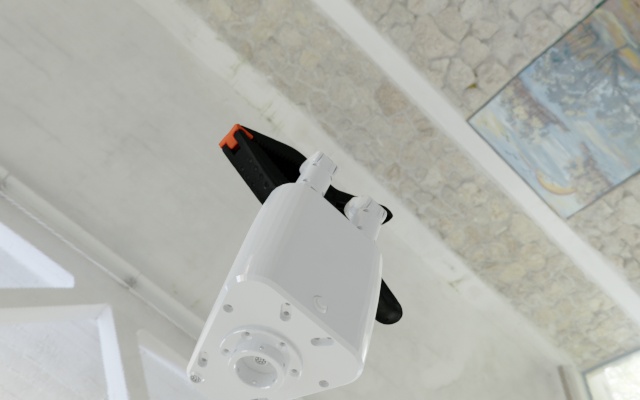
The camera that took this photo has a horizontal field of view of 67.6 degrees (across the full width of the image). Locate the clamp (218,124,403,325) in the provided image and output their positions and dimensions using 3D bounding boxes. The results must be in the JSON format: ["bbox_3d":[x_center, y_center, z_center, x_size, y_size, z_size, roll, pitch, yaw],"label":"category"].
[{"bbox_3d":[-0.001,0.002,0.449,0.036,0.210,0.164,-43,13,25],"label":"clamp"}]
